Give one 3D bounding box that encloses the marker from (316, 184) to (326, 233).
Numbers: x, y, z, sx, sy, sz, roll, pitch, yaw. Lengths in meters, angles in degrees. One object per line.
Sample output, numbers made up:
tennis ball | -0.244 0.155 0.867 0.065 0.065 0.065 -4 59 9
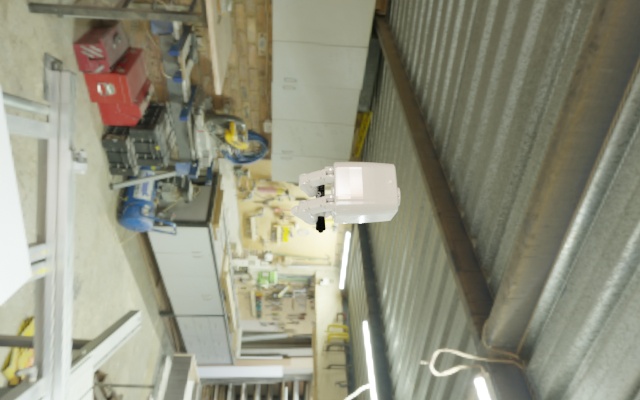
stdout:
marker | 0.000 0.003 0.870 0.020 0.121 0.020 0 -29 0
